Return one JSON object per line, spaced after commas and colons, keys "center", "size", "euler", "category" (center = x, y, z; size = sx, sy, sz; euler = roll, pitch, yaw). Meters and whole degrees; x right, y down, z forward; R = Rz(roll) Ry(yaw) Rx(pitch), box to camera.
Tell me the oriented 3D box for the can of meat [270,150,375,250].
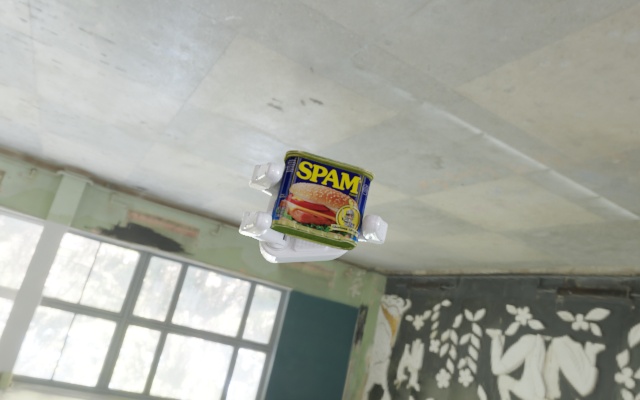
{"center": [0.000, 0.002, 0.524], "size": [0.102, 0.084, 0.057], "euler": [15, -15, -7], "category": "can of meat"}
